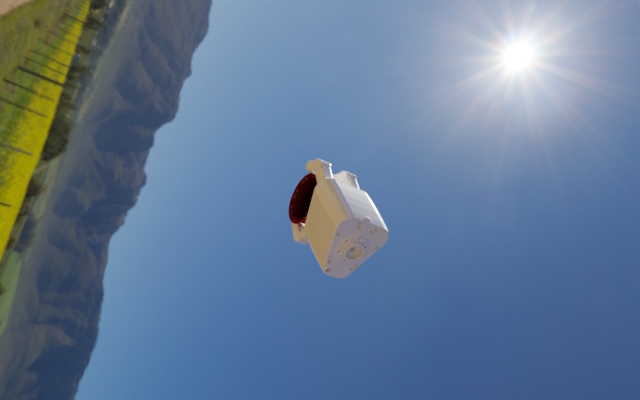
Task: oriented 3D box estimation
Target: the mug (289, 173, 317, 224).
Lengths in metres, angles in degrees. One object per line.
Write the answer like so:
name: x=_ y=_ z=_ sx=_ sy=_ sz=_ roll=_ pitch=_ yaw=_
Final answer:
mug: x=0.000 y=0.002 z=0.845 sx=0.081 sy=0.093 sz=0.117 roll=23 pitch=25 yaw=-28
